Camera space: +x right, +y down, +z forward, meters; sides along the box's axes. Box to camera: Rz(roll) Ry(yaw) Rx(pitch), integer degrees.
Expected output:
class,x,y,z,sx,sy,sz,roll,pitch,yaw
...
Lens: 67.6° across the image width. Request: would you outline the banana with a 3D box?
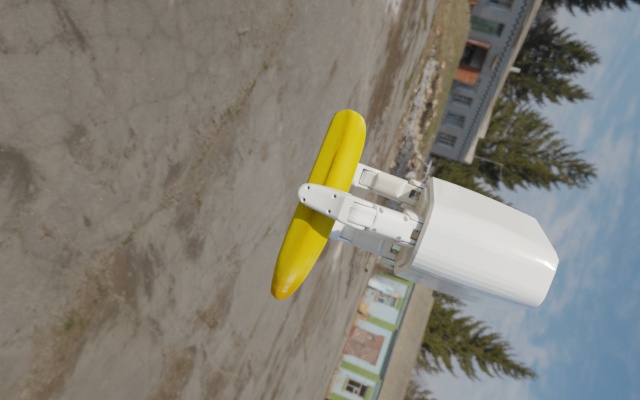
class,x,y,z,sx,sy,sz,roll,pitch,yaw
banana,0.004,-0.008,0.422,0.037,0.197,0.070,21,-20,-1
